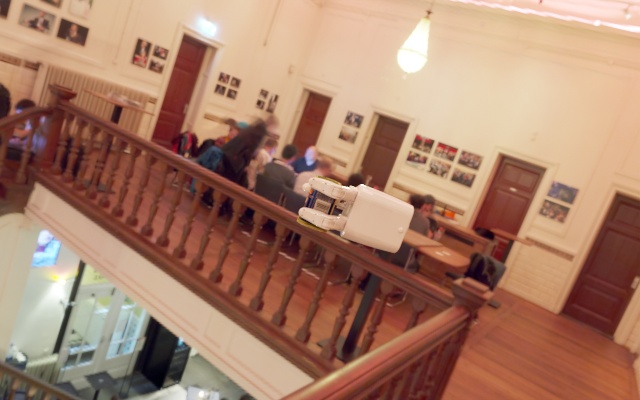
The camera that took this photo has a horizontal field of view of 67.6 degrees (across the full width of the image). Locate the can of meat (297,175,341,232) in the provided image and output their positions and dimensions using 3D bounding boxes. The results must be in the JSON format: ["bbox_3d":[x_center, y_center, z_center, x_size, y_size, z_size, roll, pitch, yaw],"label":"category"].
[{"bbox_3d":[0.000,0.003,0.872,0.057,0.084,0.102,21,9,-1],"label":"can of meat"}]
